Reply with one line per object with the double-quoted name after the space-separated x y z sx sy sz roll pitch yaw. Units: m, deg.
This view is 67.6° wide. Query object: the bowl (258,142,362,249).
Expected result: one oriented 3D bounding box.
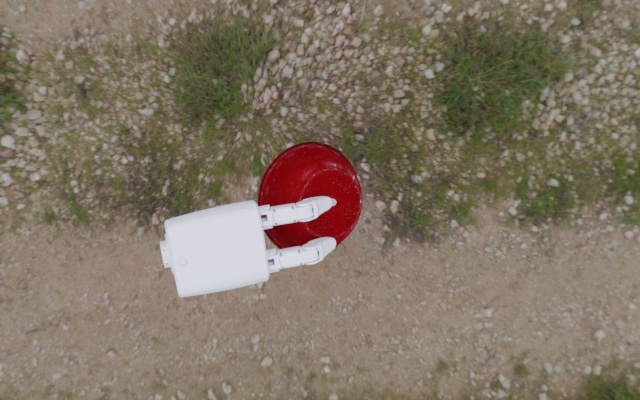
0.001 0.002 0.641 0.162 0.162 0.055 0 6 -30 "bowl"
